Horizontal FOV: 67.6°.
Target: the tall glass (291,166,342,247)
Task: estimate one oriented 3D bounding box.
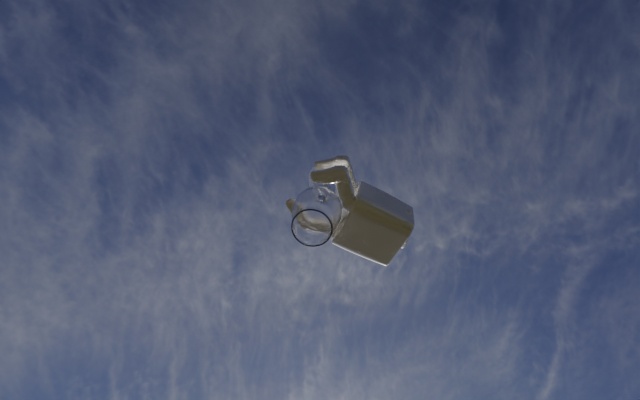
[{"bbox_3d":[0.000,0.002,0.788,0.079,0.079,0.201,0,23,8],"label":"tall glass"}]
